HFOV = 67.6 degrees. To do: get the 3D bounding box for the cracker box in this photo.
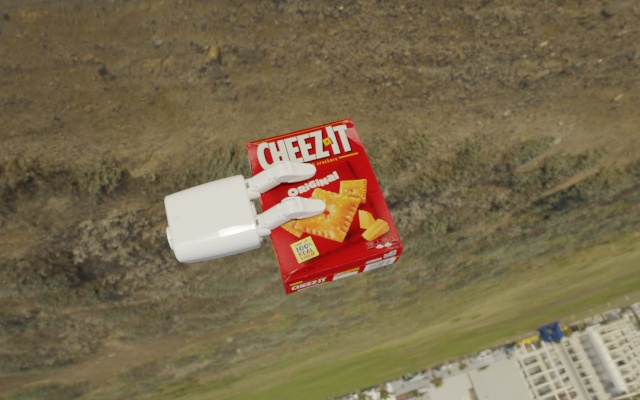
[{"bbox_3d":[0.000,0.002,0.667,0.164,0.213,0.072,-15,-23,-9],"label":"cracker box"}]
